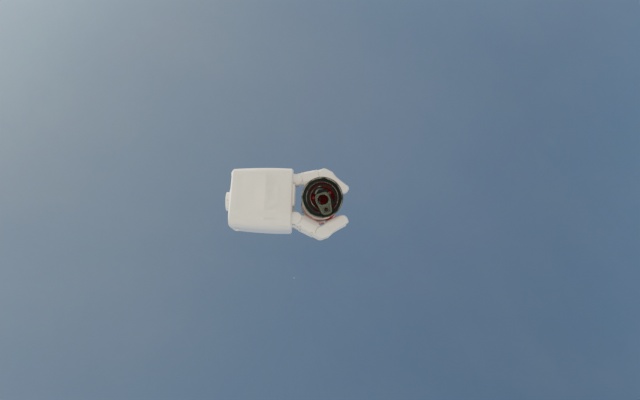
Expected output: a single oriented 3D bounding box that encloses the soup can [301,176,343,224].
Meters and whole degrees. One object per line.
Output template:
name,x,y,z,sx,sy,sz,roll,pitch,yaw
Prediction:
soup can,0.001,0.003,0.816,0.068,0.068,0.102,0,-9,-3
